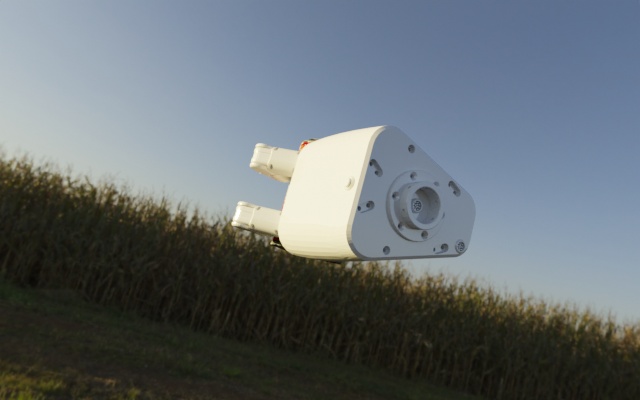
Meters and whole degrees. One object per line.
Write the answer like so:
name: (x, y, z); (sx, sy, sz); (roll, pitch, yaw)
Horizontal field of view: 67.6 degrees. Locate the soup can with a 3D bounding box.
soup can: (0.000, 0.001, 0.447); (0.068, 0.102, 0.068); (15, -10, 3)
